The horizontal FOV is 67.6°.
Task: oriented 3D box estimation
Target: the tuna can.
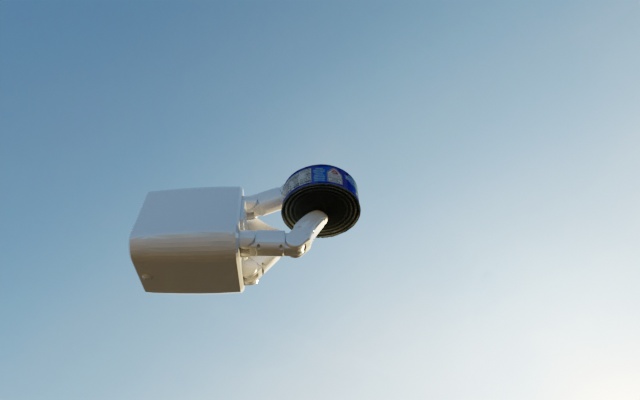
[{"bbox_3d":[0.000,0.001,0.523,0.086,0.033,0.086,-1,-44,-1],"label":"tuna can"}]
